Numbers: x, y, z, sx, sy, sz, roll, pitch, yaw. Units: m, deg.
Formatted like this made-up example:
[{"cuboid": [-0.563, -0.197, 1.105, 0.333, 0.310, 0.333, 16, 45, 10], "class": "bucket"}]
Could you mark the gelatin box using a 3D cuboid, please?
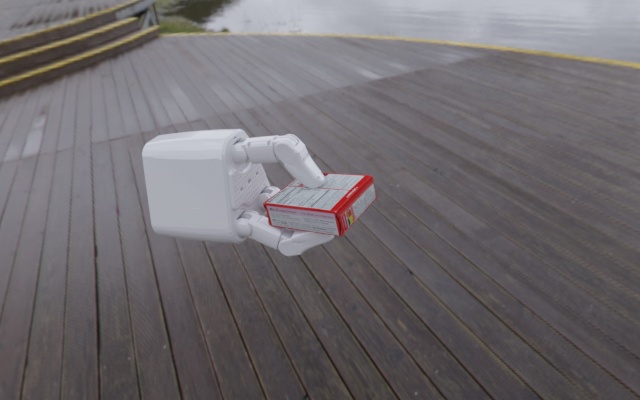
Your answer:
[{"cuboid": [0.000, 0.001, 0.475, 0.089, 0.030, 0.073, 5, 31, 34], "class": "gelatin box"}]
